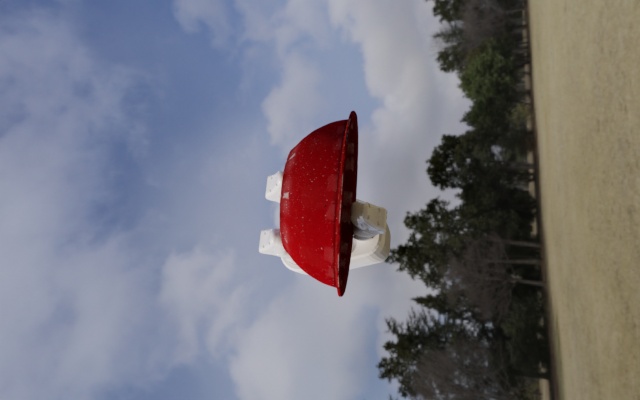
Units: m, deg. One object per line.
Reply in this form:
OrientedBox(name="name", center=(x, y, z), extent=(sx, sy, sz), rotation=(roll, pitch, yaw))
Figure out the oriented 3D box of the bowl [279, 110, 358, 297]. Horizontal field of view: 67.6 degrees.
OrientedBox(name="bowl", center=(0.000, 0.001, 0.421), extent=(0.055, 0.162, 0.162), rotation=(4, 0, 7))
